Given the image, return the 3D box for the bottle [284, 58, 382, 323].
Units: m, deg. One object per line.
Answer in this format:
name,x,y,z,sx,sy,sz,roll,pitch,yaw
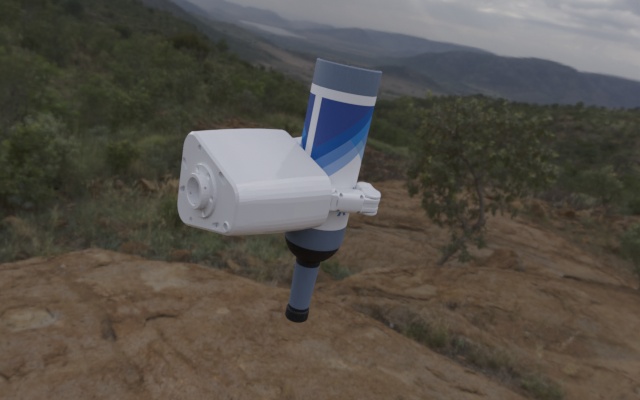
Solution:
bottle,0.000,0.001,0.521,0.069,0.296,0.069,11,19,-4
